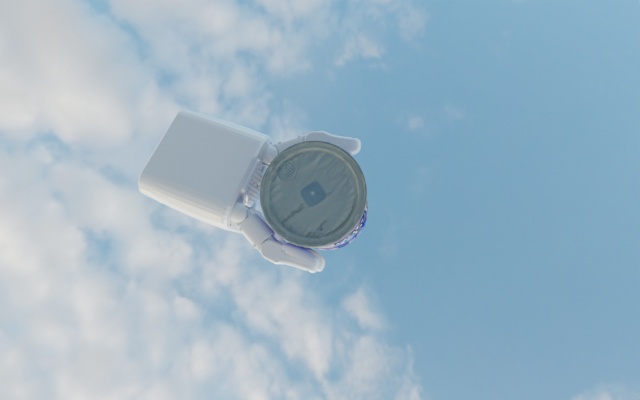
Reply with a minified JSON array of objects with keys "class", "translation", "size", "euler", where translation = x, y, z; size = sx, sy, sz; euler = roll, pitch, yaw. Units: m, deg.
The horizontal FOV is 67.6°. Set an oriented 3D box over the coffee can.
[{"class":"coffee can","translation":[0.000,0.002,0.519],"size":[0.103,0.103,0.140],"euler":[0,-7,6]}]
